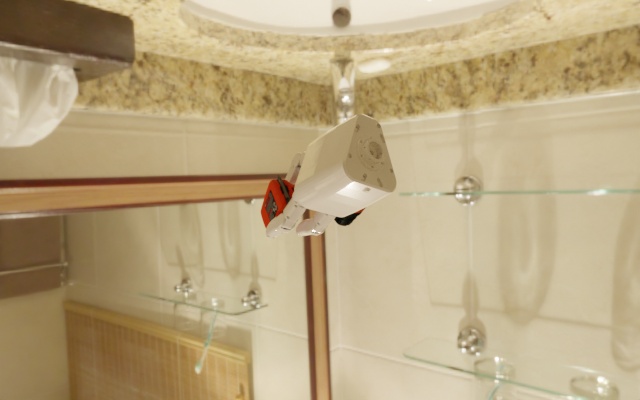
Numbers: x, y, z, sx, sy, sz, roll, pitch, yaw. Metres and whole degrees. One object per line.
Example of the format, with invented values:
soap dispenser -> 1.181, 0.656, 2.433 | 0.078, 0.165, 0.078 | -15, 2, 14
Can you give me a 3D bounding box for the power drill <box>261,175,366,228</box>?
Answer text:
power drill -> 0.000, 0.003, 0.783 | 0.187, 0.057, 0.184 | -14, -28, -25
